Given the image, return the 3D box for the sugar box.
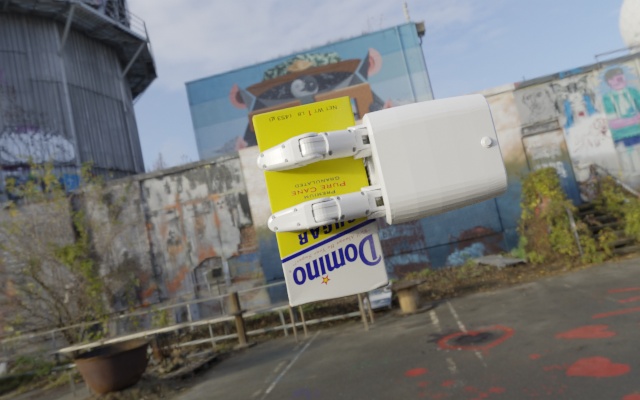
[{"bbox_3d":[0.000,0.001,0.442,0.093,0.176,0.048,-13,-5,-1],"label":"sugar box"}]
